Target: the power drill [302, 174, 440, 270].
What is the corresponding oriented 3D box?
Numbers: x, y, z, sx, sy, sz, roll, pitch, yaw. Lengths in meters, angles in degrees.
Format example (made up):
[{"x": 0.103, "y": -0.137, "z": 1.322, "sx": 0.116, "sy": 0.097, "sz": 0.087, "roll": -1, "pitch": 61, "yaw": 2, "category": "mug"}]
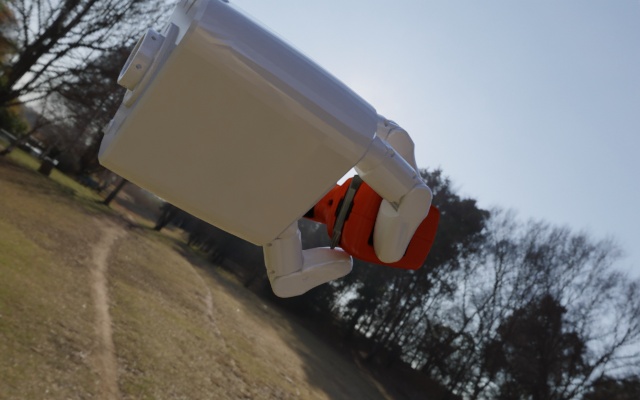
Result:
[{"x": 0.000, "y": 0.001, "z": 0.405, "sx": 0.187, "sy": 0.057, "sz": 0.184, "roll": 18, "pitch": 0, "yaw": 41, "category": "power drill"}]
